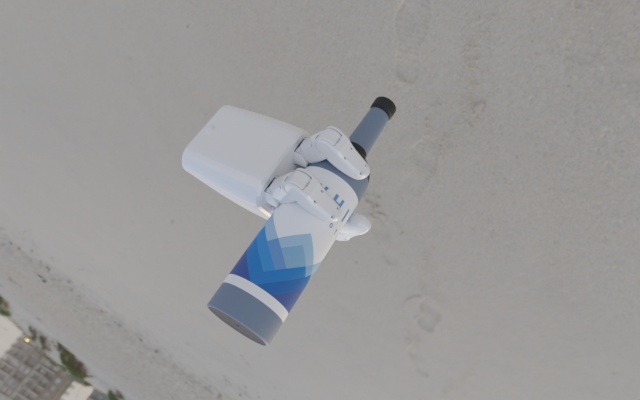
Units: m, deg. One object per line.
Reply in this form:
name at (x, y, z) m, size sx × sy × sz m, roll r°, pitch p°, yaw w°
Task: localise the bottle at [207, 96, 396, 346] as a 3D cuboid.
bottle at (0.000, 0.002, 0.488) m, size 0.069 × 0.295 × 0.069 m, roll 27°, pitch -25°, yaw 14°
